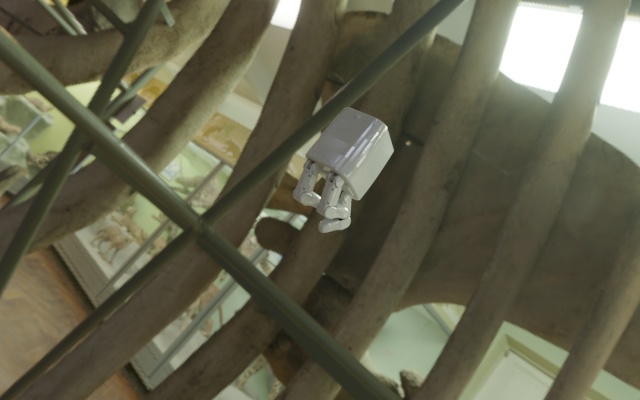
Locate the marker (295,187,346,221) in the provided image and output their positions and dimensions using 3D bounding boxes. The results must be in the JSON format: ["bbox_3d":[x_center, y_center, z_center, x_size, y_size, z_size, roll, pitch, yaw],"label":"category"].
[{"bbox_3d":[0.000,0.003,0.811,0.020,0.020,0.121,0,23,-45],"label":"marker"}]
